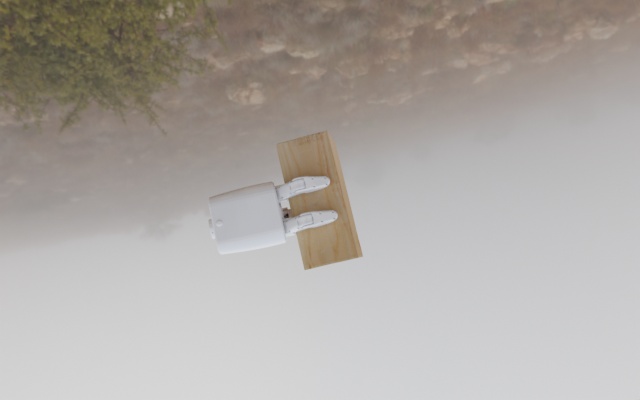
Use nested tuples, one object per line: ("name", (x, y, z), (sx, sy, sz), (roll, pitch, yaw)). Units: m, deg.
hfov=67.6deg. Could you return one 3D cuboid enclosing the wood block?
("wood block", (0.000, 0.003, 0.788), (0.090, 0.206, 0.091), (-14, -8, 7))
